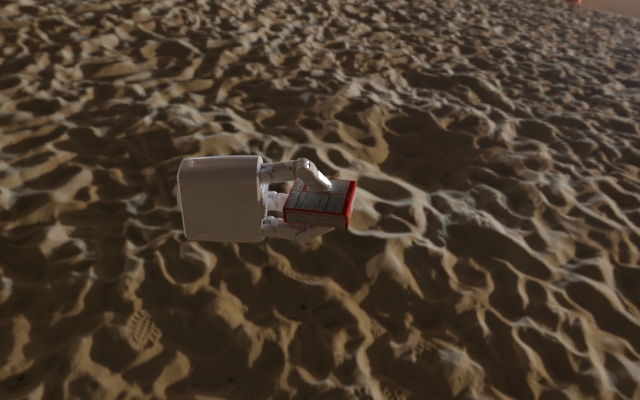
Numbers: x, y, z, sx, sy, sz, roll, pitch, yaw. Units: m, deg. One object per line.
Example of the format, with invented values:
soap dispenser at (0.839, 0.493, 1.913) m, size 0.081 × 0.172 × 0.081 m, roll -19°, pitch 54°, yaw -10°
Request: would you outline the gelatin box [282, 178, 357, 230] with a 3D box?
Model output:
gelatin box at (0.000, 0.002, 0.653) m, size 0.089 × 0.030 × 0.073 m, roll 5°, pitch 41°, yaw 12°
